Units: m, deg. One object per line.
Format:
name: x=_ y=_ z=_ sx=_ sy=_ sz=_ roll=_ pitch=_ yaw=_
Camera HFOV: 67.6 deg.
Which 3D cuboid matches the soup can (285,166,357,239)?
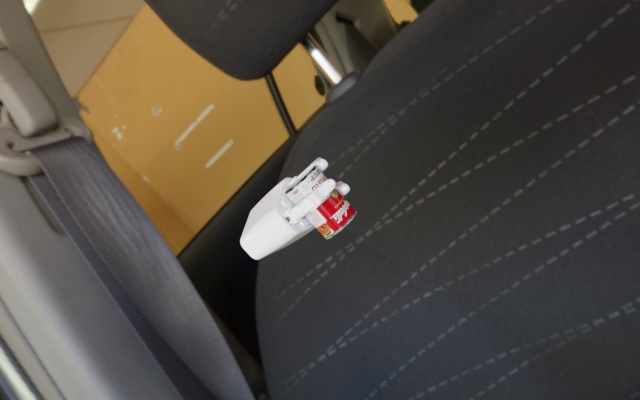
soup can: x=0.000 y=0.002 z=0.773 sx=0.068 sy=0.102 sz=0.068 roll=-41 pitch=7 yaw=6
